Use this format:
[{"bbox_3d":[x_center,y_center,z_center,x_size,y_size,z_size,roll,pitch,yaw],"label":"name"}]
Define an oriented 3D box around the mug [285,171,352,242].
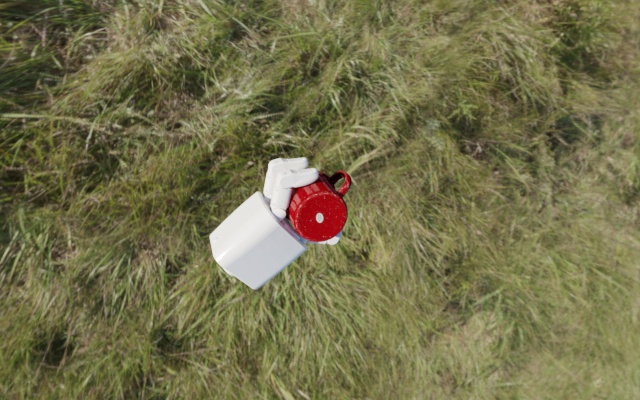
[{"bbox_3d":[0.001,0.002,0.710,0.117,0.093,0.081,-40,28,2],"label":"mug"}]
